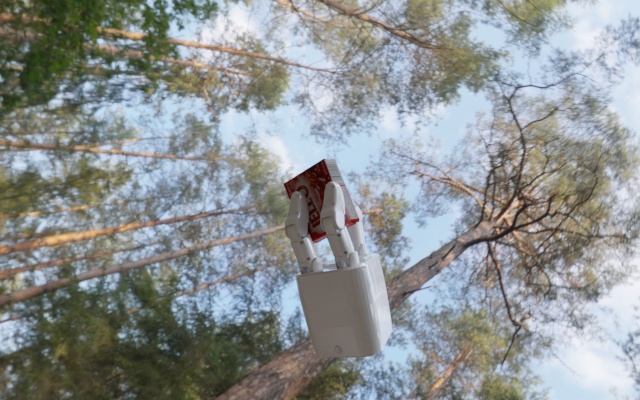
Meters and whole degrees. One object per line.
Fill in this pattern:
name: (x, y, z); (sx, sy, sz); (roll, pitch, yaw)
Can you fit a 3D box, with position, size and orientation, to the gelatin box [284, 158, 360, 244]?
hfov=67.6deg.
gelatin box: (0.000, 0.002, 0.608); (0.073, 0.089, 0.030); (-30, -15, 33)
